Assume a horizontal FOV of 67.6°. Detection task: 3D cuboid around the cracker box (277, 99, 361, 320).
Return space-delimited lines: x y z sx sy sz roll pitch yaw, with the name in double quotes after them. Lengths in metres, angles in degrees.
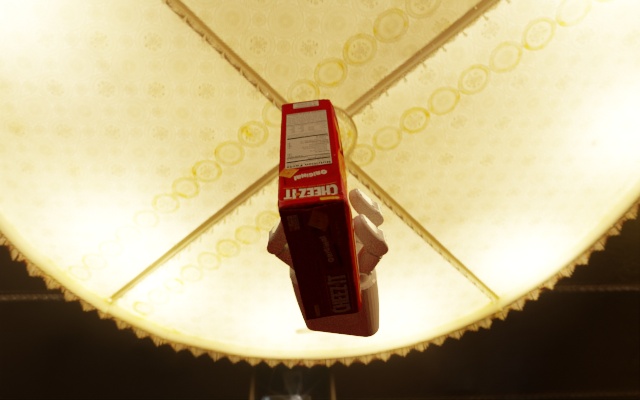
0.000 0.002 0.562 0.072 0.164 0.213 -9 38 3 "cracker box"
